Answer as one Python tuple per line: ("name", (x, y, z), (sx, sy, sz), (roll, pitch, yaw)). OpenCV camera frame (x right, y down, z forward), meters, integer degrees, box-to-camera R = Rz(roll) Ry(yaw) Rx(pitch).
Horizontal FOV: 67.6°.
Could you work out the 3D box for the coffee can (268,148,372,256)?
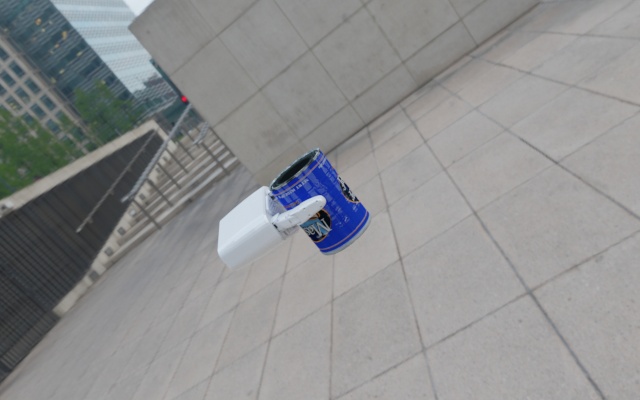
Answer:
("coffee can", (0.000, 0.003, 0.764), (0.103, 0.140, 0.102), (-36, 15, 12))
